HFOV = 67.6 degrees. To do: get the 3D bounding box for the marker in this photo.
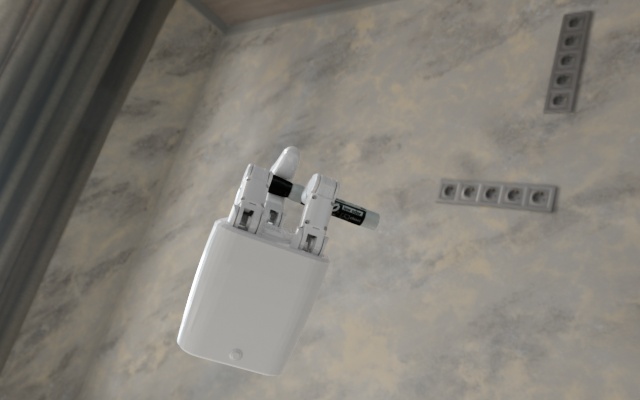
[{"bbox_3d":[0.000,0.001,0.465,0.121,0.020,0.020,20,-5,-12],"label":"marker"}]
